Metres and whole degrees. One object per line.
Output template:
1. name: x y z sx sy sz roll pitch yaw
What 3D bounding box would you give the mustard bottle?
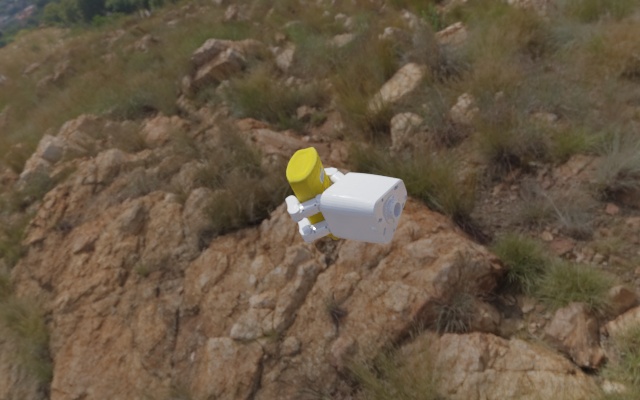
1. mustard bottle: 0.000 0.003 0.883 0.058 0.192 0.096 -12 39 17
